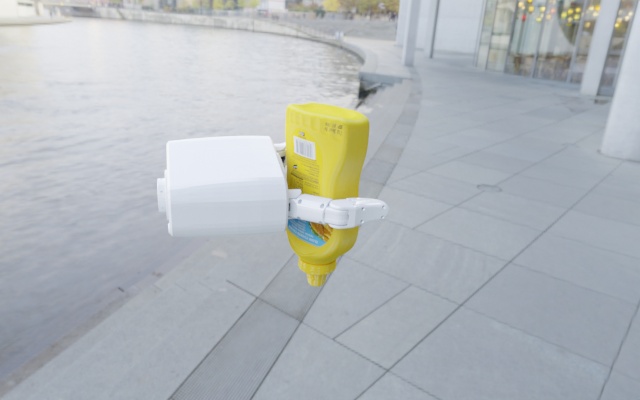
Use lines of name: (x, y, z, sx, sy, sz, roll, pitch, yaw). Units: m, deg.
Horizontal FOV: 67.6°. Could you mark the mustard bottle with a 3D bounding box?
mustard bottle: (0.000, 0.001, 0.492, 0.058, 0.192, 0.096, -14, 26, -39)
